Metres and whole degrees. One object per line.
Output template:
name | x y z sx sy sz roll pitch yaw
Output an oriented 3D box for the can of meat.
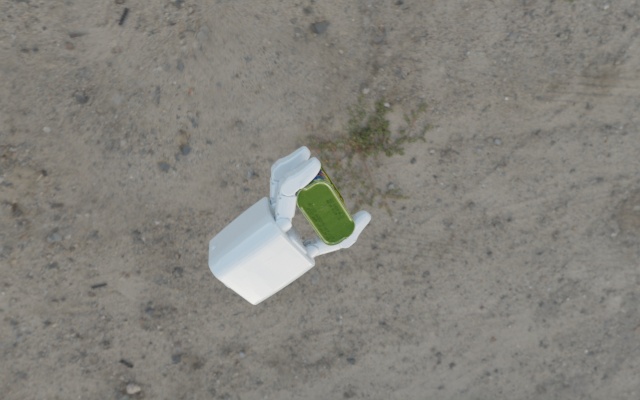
can of meat | 0.000 0.002 0.653 0.057 0.102 0.084 -33 25 3
